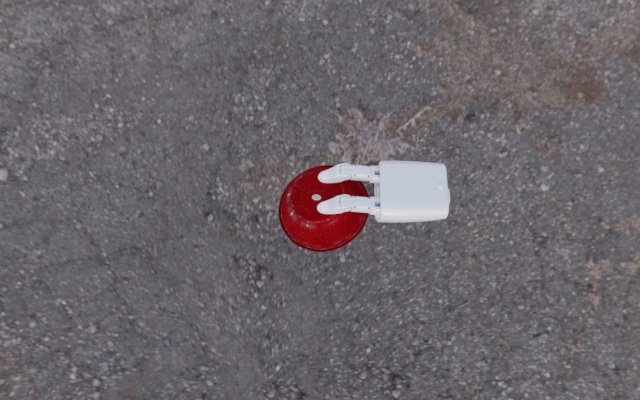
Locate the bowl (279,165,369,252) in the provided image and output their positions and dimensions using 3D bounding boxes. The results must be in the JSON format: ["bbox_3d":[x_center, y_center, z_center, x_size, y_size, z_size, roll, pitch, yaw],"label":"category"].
[{"bbox_3d":[-0.001,0.003,0.809,0.162,0.162,0.055,0,-21,12],"label":"bowl"}]
